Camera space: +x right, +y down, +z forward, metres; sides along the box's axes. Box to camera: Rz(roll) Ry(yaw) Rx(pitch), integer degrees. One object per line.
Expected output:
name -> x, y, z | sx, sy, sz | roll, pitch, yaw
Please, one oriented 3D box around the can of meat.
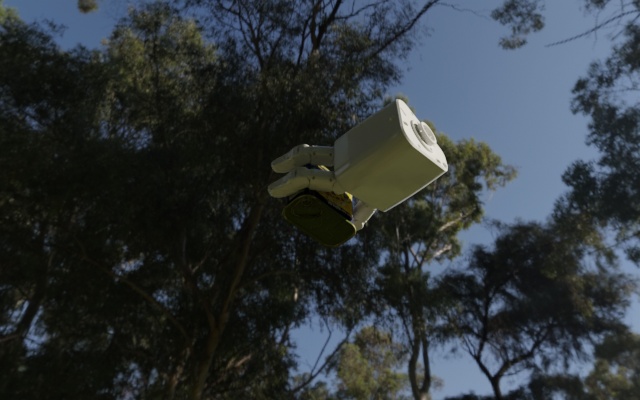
can of meat -> 0.000, 0.002, 0.661 | 0.102, 0.083, 0.057 | 36, -55, -27
